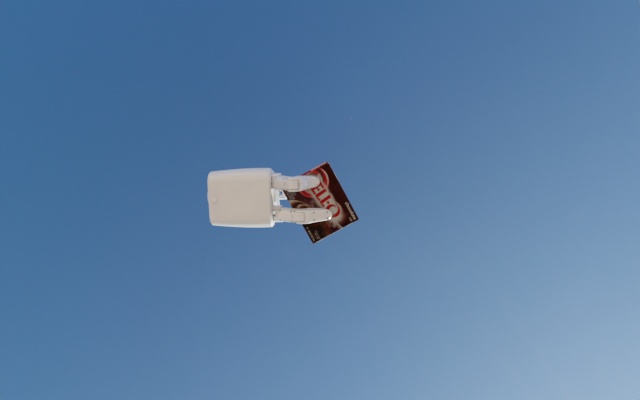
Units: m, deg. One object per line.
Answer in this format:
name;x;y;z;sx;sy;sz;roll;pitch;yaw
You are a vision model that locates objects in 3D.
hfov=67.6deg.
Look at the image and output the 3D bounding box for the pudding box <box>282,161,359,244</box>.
pudding box;0.000;0.003;0.810;0.090;0.113;0.039;-29;8;5
